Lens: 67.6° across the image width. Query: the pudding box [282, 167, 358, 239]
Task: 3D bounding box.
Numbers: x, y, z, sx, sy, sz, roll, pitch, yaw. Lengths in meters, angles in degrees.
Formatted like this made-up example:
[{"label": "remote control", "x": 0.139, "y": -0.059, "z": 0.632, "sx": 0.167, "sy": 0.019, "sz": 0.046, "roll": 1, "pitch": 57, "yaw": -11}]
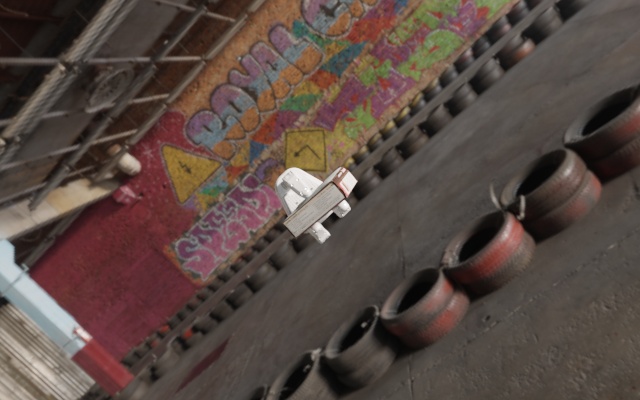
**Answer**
[{"label": "pudding box", "x": 0.000, "y": 0.002, "z": 0.756, "sx": 0.113, "sy": 0.039, "sz": 0.090, "roll": -42, "pitch": 5, "yaw": 23}]
